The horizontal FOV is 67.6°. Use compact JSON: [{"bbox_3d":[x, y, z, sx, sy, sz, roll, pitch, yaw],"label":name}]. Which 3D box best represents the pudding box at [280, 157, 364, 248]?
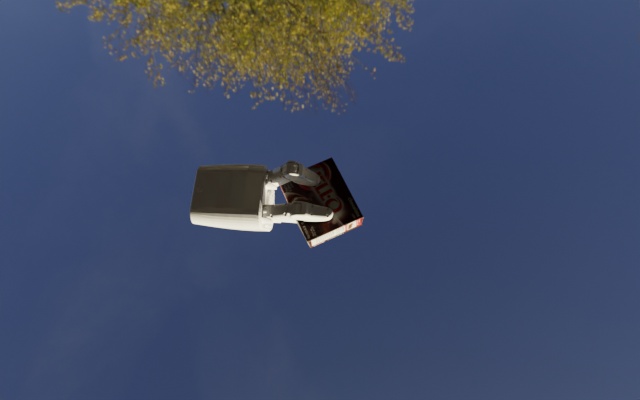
[{"bbox_3d":[0.000,0.002,0.714,0.090,0.113,0.039,-24,-21,-7],"label":"pudding box"}]
